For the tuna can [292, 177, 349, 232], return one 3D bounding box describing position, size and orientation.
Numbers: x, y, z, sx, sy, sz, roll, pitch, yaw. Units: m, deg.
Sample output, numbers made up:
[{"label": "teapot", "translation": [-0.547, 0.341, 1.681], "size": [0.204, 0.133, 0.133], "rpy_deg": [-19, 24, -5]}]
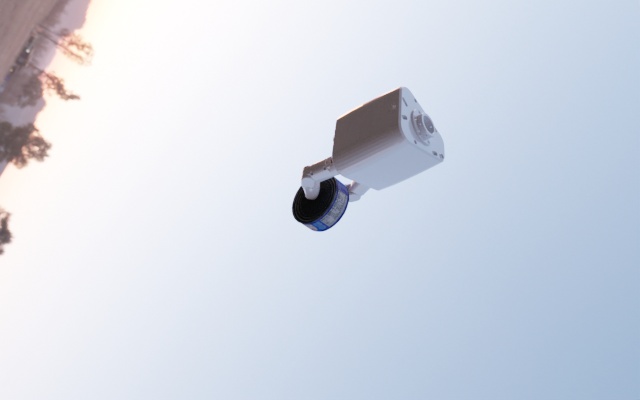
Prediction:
[{"label": "tuna can", "translation": [0.000, 0.003, 0.706], "size": [0.086, 0.086, 0.034], "rpy_deg": [0, -27, 46]}]
